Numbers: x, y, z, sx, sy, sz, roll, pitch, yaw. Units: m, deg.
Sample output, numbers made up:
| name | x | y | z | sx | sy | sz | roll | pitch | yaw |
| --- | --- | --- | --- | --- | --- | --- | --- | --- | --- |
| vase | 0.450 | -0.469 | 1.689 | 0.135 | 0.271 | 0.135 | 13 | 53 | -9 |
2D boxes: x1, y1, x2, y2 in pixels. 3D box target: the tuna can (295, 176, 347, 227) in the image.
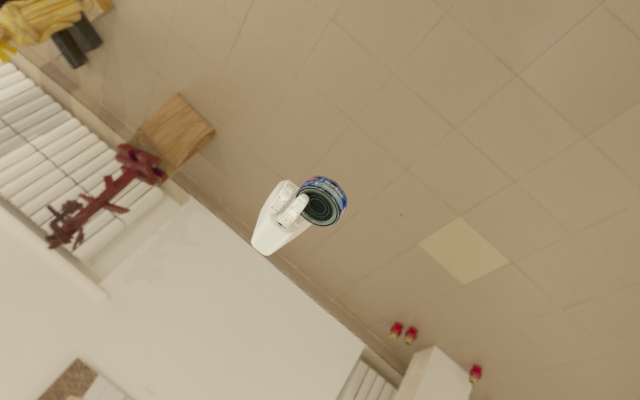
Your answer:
| name | x | y | z | sx | sy | sz | roll | pitch | yaw |
| --- | --- | --- | --- | --- | --- | --- | --- | --- | --- |
| tuna can | 0.000 | 0.003 | 0.812 | 0.086 | 0.086 | 0.033 | 0 | 34 | 31 |
